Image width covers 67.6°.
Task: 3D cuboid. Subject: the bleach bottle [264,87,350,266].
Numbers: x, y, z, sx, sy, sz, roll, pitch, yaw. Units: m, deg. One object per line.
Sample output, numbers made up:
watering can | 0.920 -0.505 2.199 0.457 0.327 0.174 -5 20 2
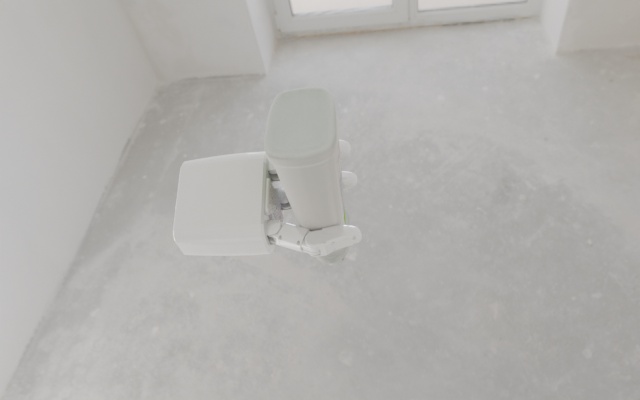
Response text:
bleach bottle | 0.000 0.002 0.539 0.068 0.102 0.251 -5 -40 7
